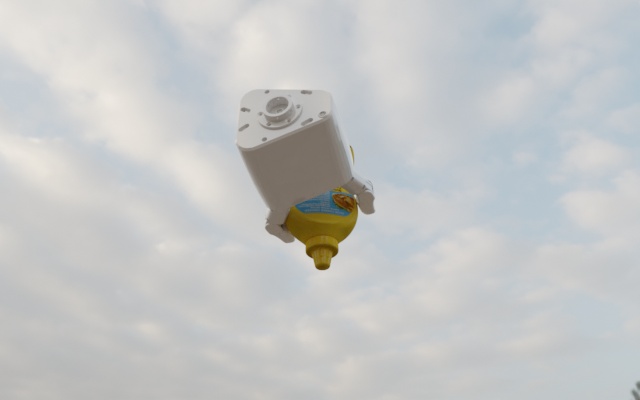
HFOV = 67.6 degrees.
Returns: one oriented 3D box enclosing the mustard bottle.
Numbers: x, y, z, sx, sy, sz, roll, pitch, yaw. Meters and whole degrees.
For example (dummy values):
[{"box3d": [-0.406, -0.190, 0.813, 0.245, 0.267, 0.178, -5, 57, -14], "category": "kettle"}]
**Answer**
[{"box3d": [0.000, 0.002, 0.624, 0.096, 0.191, 0.058, 6, -37, -10], "category": "mustard bottle"}]
